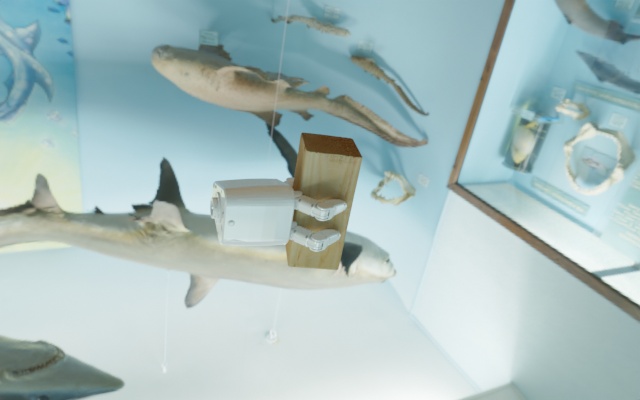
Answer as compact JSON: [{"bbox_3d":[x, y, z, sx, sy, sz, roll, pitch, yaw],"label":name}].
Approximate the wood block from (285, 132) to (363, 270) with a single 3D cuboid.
[{"bbox_3d":[0.000,0.003,0.794,0.090,0.206,0.090,5,26,-11],"label":"wood block"}]
